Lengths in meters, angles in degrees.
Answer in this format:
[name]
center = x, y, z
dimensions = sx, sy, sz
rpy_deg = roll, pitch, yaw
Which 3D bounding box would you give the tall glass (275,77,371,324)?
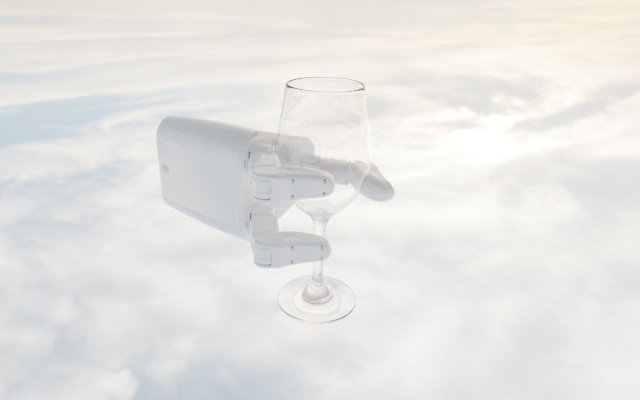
[tall glass]
center = 0.000, 0.002, 0.407
dimensions = 0.079, 0.201, 0.079
rpy_deg = 2, 25, -1
